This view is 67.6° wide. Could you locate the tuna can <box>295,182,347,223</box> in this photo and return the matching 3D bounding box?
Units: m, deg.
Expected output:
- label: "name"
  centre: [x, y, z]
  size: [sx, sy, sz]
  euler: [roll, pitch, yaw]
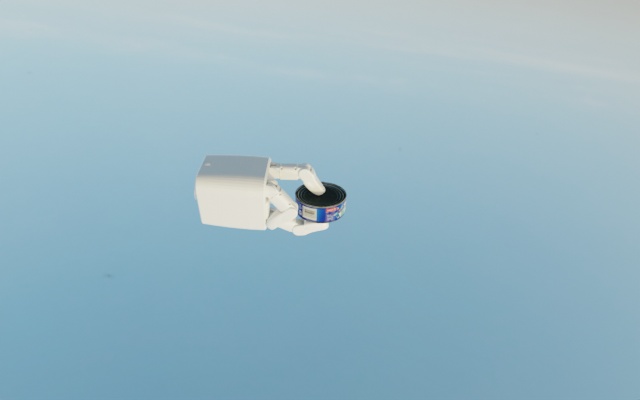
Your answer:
- label: "tuna can"
  centre: [0.000, 0.003, 0.799]
  size: [0.086, 0.034, 0.086]
  euler: [1, 30, -1]
